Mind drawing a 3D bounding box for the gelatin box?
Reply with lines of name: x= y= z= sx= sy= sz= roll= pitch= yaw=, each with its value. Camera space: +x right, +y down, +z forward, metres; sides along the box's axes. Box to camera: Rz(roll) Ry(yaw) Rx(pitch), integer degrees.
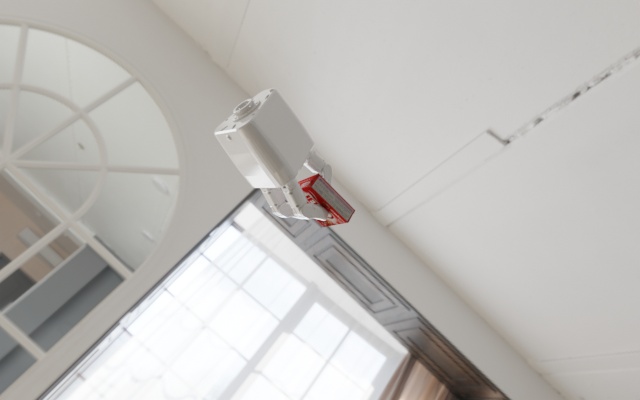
gelatin box: x=0.001 y=0.002 z=0.760 sx=0.089 sy=0.030 sz=0.073 roll=44 pitch=-28 yaw=-19
